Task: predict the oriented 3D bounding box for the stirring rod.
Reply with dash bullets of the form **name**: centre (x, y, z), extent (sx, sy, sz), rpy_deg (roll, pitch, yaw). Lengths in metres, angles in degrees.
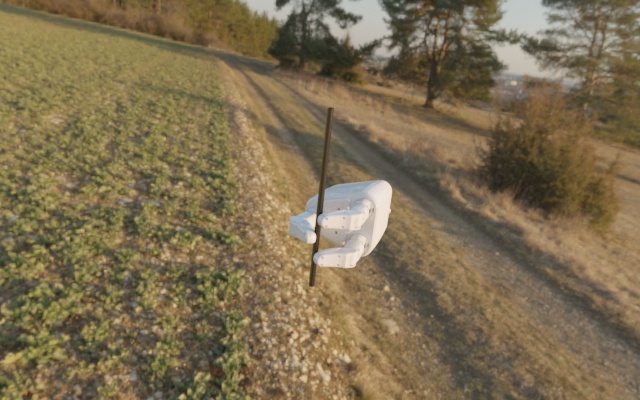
- **stirring rod**: centre (0.000, 0.002, 0.613), extent (0.011, 0.240, 0.011), rpy_deg (6, 18, -2)
